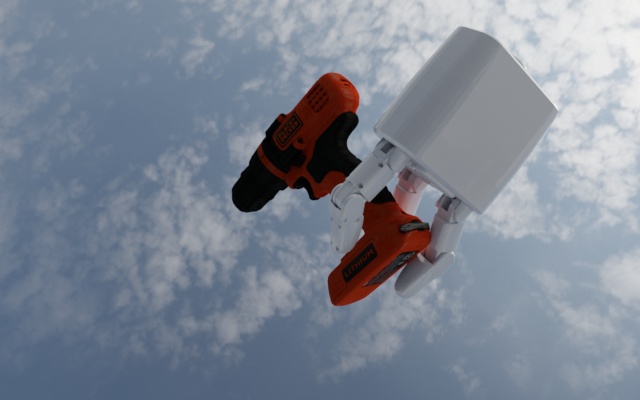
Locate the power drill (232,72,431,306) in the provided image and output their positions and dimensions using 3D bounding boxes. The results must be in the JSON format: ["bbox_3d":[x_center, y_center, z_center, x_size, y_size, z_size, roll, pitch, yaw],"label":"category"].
[{"bbox_3d":[0.001,0.002,0.455,0.057,0.187,0.184,-3,-36,-51],"label":"power drill"}]
